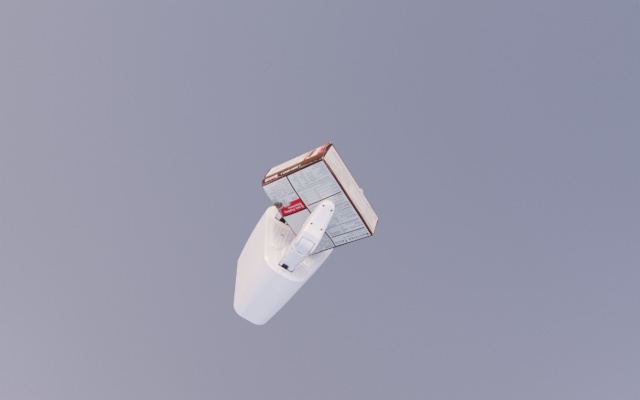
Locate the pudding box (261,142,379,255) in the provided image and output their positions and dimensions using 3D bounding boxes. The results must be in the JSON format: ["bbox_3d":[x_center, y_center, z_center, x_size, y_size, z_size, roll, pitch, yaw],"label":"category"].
[{"bbox_3d":[0.000,0.002,0.542,0.090,0.113,0.039,-21,27,28],"label":"pudding box"}]
